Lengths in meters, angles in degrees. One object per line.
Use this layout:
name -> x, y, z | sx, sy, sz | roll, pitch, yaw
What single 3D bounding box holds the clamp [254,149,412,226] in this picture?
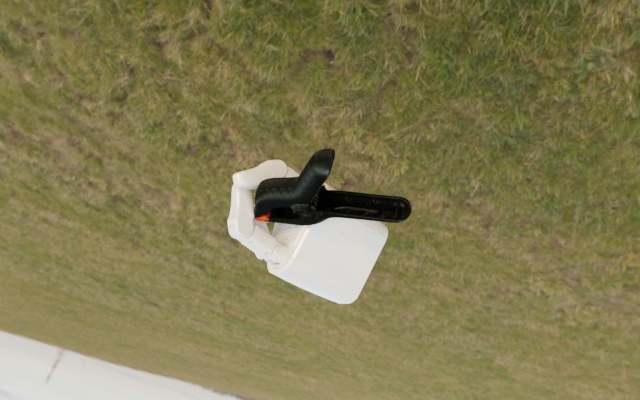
clamp -> 0.000, 0.002, 0.468 | 0.120, 0.039, 0.171 | 31, -25, -27
